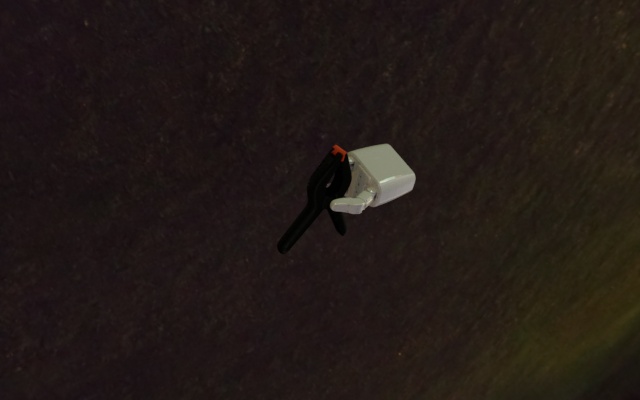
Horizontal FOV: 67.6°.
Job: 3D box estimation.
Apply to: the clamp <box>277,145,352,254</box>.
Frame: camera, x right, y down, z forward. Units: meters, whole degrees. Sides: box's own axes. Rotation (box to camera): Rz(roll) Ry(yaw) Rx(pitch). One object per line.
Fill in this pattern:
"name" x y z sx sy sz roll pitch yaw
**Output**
"clamp" 0.001 0.003 0.851 0.164 0.210 0.036 -20 46 -37
